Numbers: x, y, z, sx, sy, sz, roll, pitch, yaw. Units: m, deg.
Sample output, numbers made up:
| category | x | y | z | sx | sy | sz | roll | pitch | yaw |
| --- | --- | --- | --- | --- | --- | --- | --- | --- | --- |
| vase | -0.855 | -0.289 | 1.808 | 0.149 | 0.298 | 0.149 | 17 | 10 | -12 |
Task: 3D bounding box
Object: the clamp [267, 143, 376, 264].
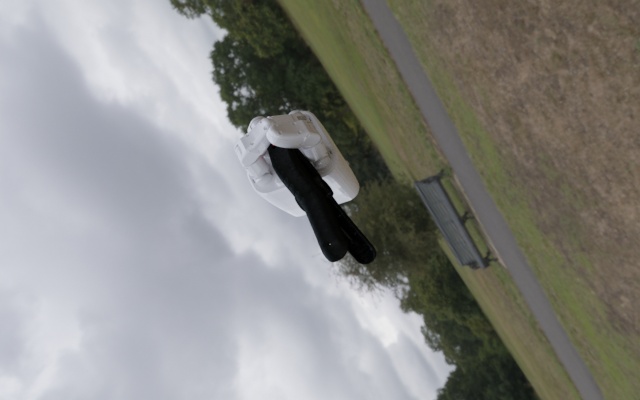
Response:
| category | x | y | z | sx | sy | sz | roll | pitch | yaw |
| --- | --- | --- | --- | --- | --- | --- | --- | --- | --- |
| clamp | -0.001 | 0.002 | 0.512 | 0.039 | 0.171 | 0.120 | -34 | -27 | 8 |
